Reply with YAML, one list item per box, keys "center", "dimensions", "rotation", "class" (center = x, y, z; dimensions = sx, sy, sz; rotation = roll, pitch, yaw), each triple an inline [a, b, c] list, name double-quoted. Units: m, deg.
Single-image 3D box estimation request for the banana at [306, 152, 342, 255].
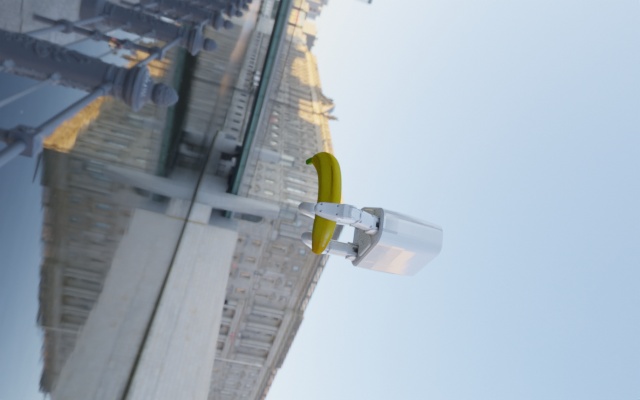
- center: [0.007, -0.012, 0.727]
  dimensions: [0.037, 0.197, 0.070]
  rotation: [15, -45, -19]
  class: "banana"
